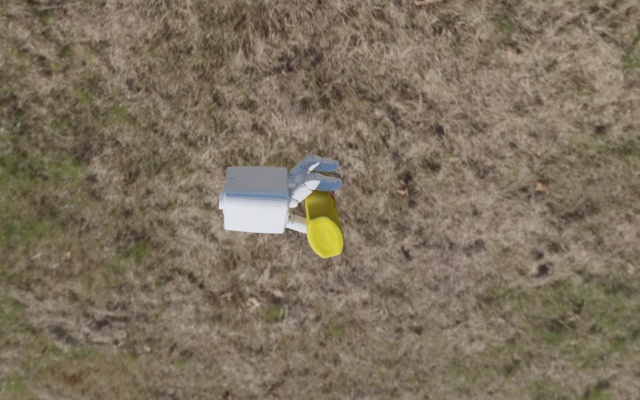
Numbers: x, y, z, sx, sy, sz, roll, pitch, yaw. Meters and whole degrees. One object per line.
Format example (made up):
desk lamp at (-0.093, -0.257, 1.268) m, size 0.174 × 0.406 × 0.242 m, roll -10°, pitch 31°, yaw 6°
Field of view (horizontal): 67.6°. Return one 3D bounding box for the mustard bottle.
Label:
mustard bottle at (0.000, 0.003, 0.842) m, size 0.058 × 0.096 × 0.191 m, roll -16°, pitch 39°, yaw 6°
